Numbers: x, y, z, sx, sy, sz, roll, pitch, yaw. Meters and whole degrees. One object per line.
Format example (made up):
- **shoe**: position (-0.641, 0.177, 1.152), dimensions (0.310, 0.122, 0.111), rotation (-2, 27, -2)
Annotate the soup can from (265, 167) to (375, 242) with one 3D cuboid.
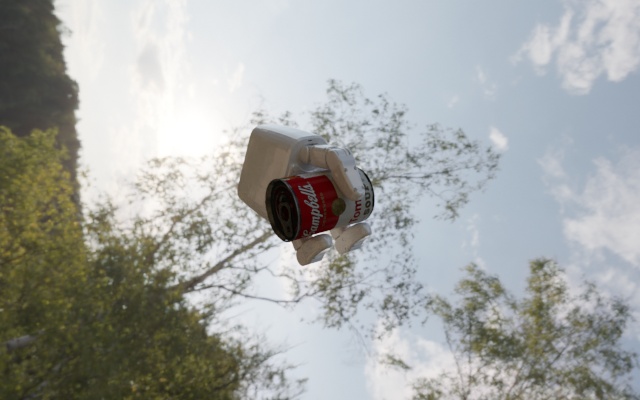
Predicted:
- **soup can**: position (0.001, 0.002, 0.524), dimensions (0.102, 0.068, 0.068), rotation (-13, 7, -33)
